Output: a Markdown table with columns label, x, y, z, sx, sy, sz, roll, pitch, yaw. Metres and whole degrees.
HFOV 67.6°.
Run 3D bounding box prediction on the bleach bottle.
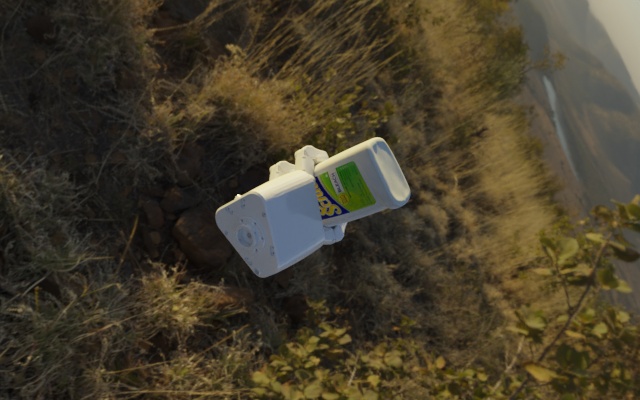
| label | x | y | z | sx | sy | sz | roll | pitch | yaw |
| --- | --- | --- | --- | --- | --- | --- | --- | --- | --- |
| bleach bottle | 0.000 | 0.002 | 0.705 | 0.251 | 0.102 | 0.068 | -25 | 2 | 35 |
